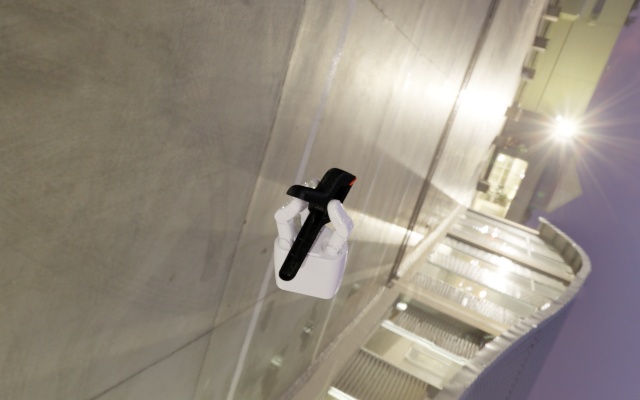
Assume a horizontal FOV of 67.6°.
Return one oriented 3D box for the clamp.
[{"bbox_3d":[0.001,0.003,0.718,0.036,0.165,0.210,23,45,18],"label":"clamp"}]
